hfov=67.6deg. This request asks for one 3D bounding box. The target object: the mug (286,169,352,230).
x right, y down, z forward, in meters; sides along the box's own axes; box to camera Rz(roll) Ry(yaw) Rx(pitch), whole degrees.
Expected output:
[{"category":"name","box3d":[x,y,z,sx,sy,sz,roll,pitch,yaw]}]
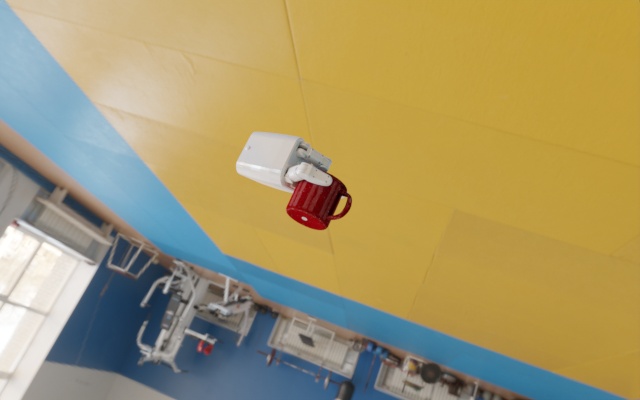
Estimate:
[{"category":"mug","box3d":[0.001,0.003,0.843,0.117,0.081,0.093,14,-22,28]}]
